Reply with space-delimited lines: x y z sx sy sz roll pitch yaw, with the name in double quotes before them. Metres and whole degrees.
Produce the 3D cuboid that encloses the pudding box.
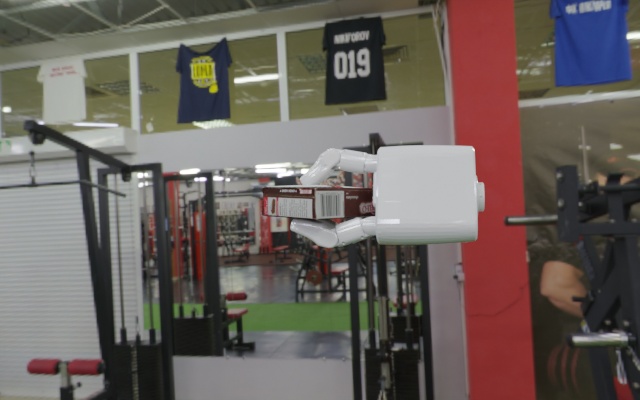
"pudding box" 0.000 0.002 0.573 0.090 0.039 0.113 1 0 42
